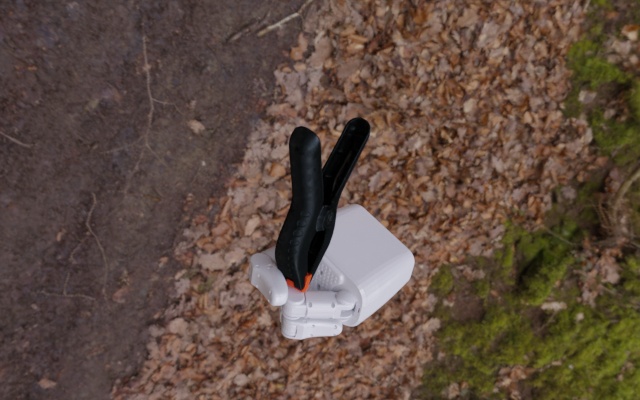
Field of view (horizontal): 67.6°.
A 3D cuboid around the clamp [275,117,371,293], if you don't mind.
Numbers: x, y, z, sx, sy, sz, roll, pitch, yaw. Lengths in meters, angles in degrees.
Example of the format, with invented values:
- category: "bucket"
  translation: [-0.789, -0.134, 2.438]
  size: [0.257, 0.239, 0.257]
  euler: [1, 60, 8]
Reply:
- category: "clamp"
  translation: [0.000, 0.002, 0.438]
  size: [0.039, 0.172, 0.120]
  euler: [30, 34, 26]
